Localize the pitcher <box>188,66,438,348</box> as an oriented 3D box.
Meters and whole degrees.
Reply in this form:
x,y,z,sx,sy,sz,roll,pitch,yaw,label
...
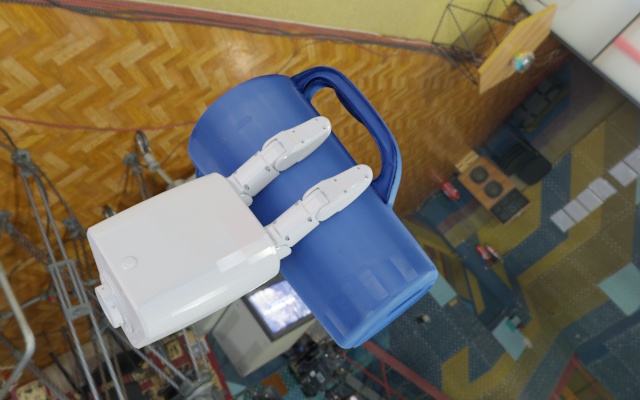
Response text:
x,y,z,sx,sy,sz,roll,pitch,yaw,label
0.000,0.002,0.444,0.145,0.242,0.149,-26,-23,-32,pitcher
